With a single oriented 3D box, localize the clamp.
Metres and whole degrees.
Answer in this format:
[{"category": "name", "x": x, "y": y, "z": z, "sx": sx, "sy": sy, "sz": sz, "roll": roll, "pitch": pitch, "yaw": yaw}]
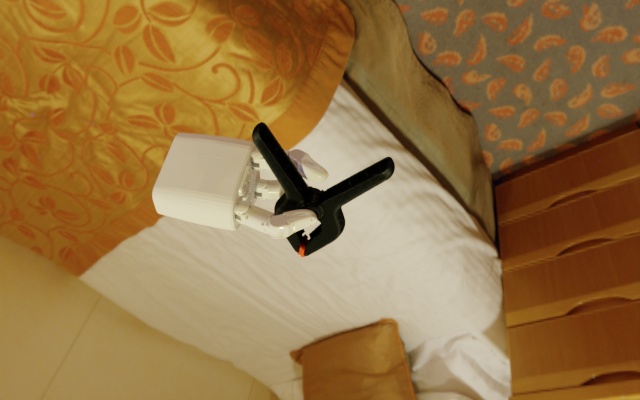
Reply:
[{"category": "clamp", "x": 0.000, "y": 0.003, "z": 0.597, "sx": 0.164, "sy": 0.036, "sz": 0.210, "roll": 12, "pitch": -43, "yaw": 8}]
